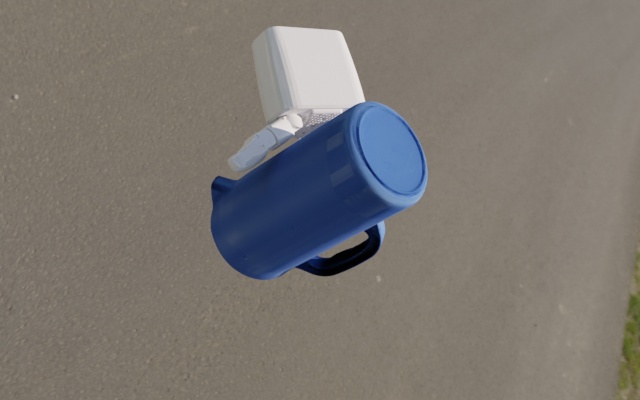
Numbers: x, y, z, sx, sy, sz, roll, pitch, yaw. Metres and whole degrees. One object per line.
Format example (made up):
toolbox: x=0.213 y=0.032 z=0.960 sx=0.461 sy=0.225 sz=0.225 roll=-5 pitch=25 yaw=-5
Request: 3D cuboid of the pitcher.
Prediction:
pitcher: x=0.000 y=0.002 z=0.525 sx=0.149 sy=0.145 sz=0.243 roll=-1 pitch=-19 yaw=-42
